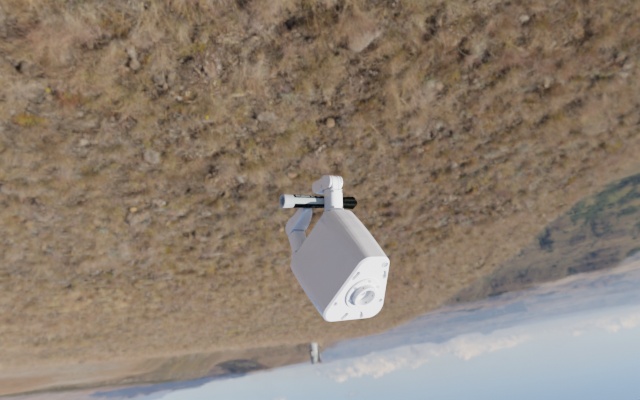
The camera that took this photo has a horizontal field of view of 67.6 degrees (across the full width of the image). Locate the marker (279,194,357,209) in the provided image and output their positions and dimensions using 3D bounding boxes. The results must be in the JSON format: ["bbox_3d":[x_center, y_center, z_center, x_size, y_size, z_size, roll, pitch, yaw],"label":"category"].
[{"bbox_3d":[0.000,0.002,0.677,0.121,0.020,0.020,2,-1,-30],"label":"marker"}]
